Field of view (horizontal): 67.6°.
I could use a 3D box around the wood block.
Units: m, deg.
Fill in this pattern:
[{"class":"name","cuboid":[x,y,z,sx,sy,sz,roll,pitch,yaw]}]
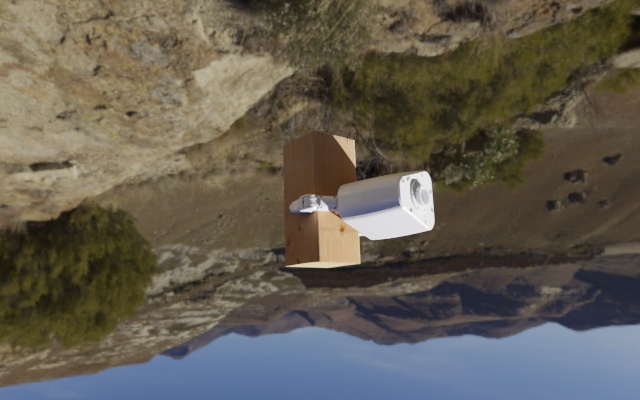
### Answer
[{"class":"wood block","cuboid":[0.000,0.003,0.783,0.091,0.206,0.090,8,-15,-38]}]
